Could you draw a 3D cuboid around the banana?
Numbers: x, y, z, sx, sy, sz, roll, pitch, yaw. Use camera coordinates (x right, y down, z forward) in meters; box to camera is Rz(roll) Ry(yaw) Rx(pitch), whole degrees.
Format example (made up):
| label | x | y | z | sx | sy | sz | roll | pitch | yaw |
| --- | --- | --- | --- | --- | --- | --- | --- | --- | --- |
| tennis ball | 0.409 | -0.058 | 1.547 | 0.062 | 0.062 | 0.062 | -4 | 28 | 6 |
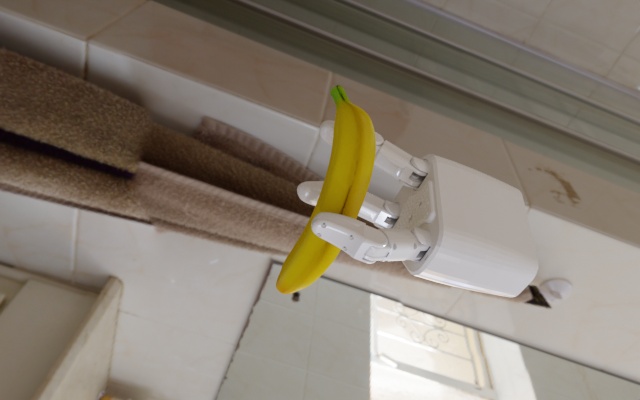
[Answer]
| label | x | y | z | sx | sy | sz | roll | pitch | yaw |
| --- | --- | --- | --- | --- | --- | --- | --- | --- | --- |
| banana | 0.008 | 0.003 | 0.413 | 0.037 | 0.198 | 0.069 | 13 | 11 | -25 |
